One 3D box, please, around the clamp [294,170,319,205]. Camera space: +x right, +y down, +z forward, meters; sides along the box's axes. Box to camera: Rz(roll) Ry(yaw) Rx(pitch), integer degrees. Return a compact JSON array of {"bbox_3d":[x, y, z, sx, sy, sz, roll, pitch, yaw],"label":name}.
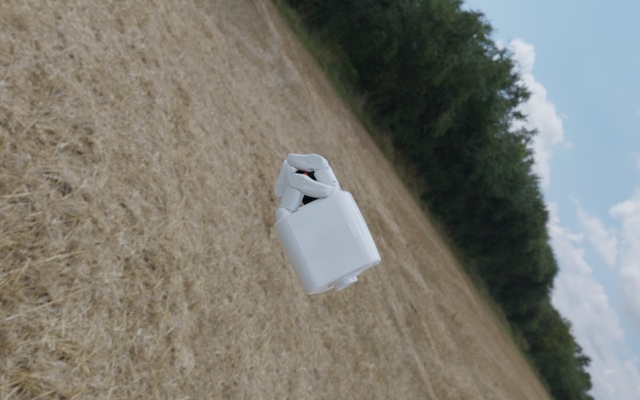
[{"bbox_3d":[0.001,0.002,0.750,0.039,0.120,0.171,-29,-15,13],"label":"clamp"}]
